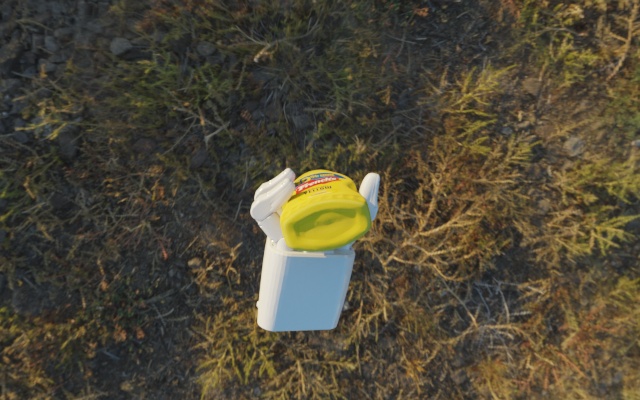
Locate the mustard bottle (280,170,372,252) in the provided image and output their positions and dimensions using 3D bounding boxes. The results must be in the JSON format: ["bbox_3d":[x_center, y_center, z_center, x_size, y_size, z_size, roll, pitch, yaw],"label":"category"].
[{"bbox_3d":[0.000,0.002,0.589,0.096,0.058,0.191,-15,16,0],"label":"mustard bottle"}]
